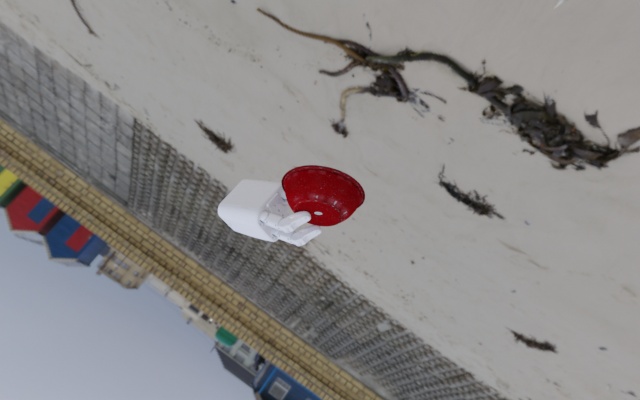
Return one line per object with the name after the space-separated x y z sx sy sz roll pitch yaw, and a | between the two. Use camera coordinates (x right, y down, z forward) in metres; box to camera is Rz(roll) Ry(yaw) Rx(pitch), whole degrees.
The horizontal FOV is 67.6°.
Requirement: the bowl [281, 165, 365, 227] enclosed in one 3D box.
0.001 0.003 0.890 0.162 0.055 0.162 9 -31 5 | bowl
